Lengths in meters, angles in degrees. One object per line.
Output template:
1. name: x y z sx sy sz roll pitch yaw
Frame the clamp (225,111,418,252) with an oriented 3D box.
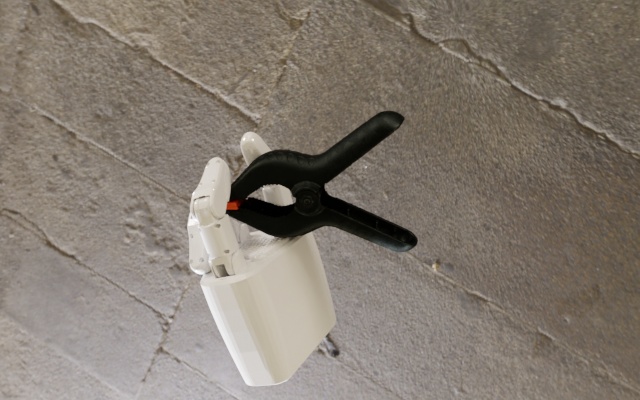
1. clamp: 0.000 0.001 0.404 0.171 0.120 0.039 -12 16 20
